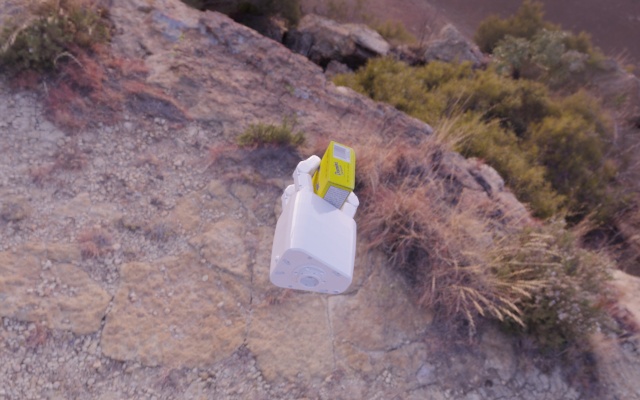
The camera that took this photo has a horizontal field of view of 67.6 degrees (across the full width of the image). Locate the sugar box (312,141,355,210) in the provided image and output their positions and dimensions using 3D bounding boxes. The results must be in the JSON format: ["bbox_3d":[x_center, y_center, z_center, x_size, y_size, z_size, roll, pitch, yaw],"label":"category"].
[{"bbox_3d":[0.000,0.002,0.752,0.048,0.093,0.176,19,-47,-14],"label":"sugar box"}]
